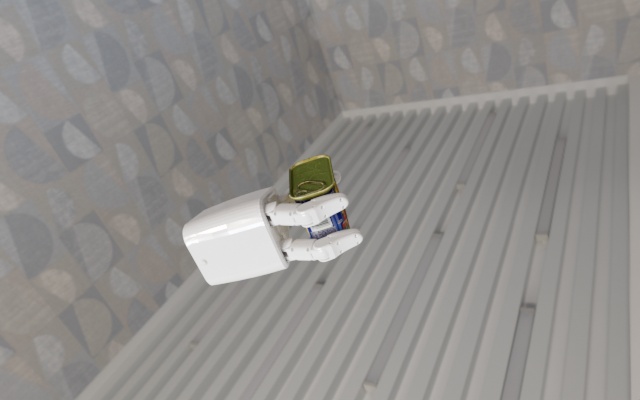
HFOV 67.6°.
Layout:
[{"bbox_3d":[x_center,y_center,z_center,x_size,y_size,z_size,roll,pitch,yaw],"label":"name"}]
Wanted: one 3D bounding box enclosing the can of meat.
[{"bbox_3d":[0.000,0.002,0.613,0.057,0.084,0.102,-17,28,5],"label":"can of meat"}]
